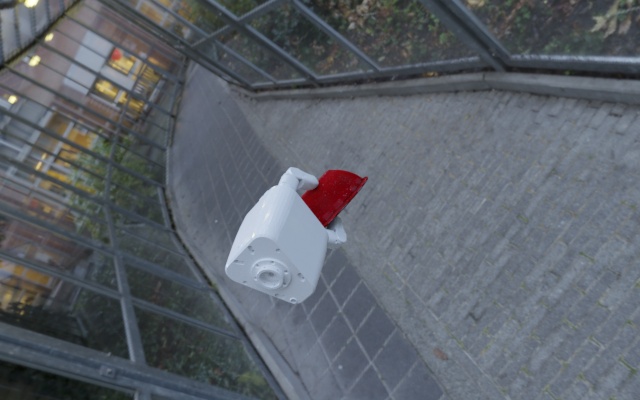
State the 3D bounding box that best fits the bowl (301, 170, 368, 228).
[{"bbox_3d":[0.000,0.002,0.758,0.055,0.162,0.162,44,2,-2],"label":"bowl"}]
